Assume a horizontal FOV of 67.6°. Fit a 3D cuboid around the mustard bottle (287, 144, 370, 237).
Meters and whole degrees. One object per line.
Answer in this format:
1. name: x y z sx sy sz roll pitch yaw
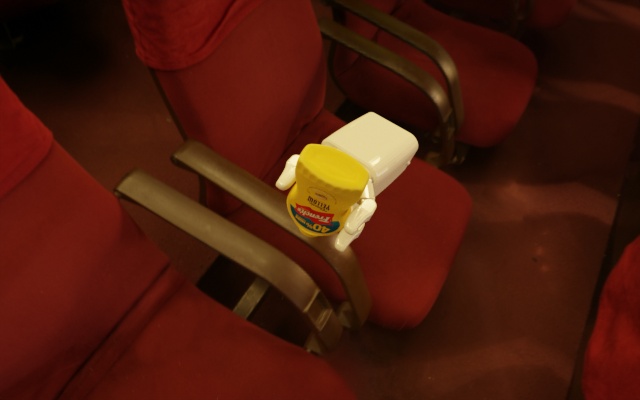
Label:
1. mustard bottle: 0.000 0.002 0.693 0.096 0.058 0.192 25 -32 2
